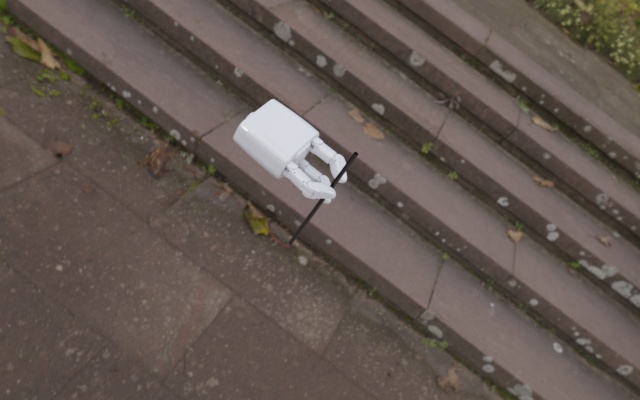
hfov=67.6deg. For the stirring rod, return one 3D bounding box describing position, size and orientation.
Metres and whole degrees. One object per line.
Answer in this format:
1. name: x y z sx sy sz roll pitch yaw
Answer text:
1. stirring rod: 0.000 0.003 0.844 0.011 0.011 0.240 0 -41 -40
